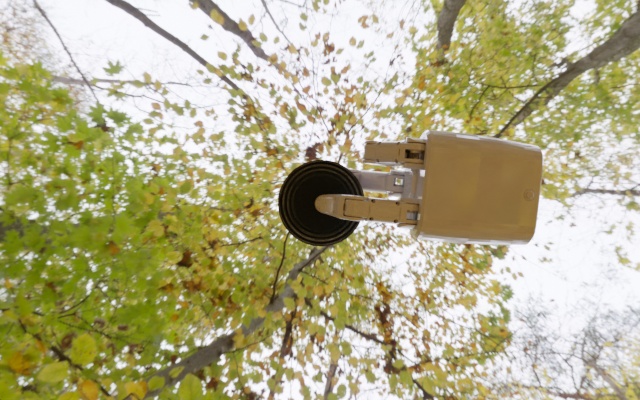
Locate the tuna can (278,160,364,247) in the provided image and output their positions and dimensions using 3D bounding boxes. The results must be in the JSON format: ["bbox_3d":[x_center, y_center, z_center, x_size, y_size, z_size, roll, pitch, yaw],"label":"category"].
[{"bbox_3d":[0.000,0.002,0.484,0.086,0.086,0.034,0,5,-4],"label":"tuna can"}]
